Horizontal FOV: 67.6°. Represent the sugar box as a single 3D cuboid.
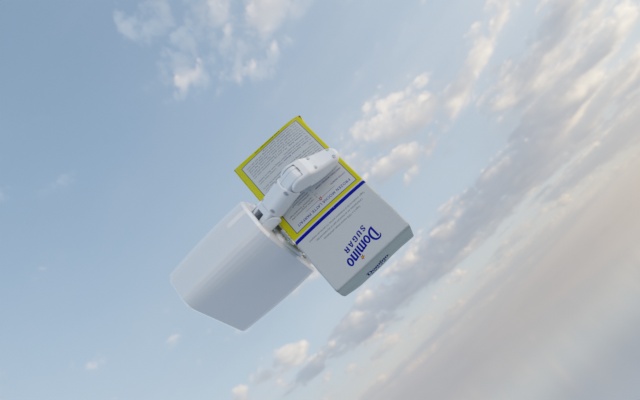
[{"bbox_3d":[0.000,0.002,0.484,0.093,0.176,0.048,-42,-24,-1],"label":"sugar box"}]
